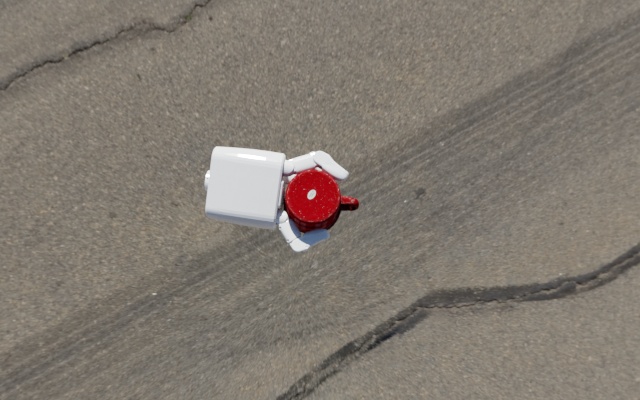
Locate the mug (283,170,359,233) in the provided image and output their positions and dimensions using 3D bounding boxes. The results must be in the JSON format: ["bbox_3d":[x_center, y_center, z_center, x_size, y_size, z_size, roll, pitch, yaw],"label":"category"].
[{"bbox_3d":[0.002,0.003,0.724,0.117,0.093,0.081,7,-11,0],"label":"mug"}]
